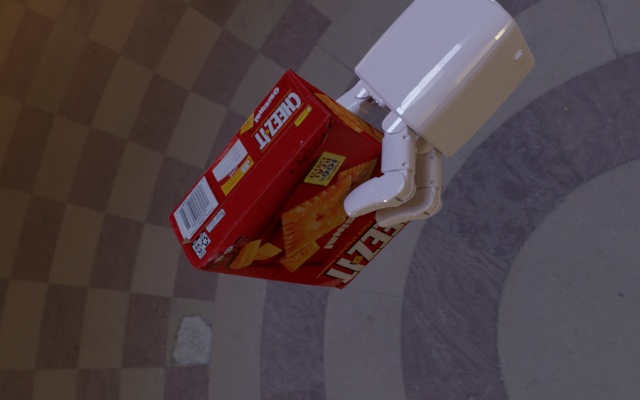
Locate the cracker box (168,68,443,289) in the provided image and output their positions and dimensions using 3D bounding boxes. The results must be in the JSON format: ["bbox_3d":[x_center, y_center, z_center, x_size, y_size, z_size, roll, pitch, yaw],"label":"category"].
[{"bbox_3d":[0.000,0.001,0.442,0.214,0.164,0.072,21,27,-52],"label":"cracker box"}]
